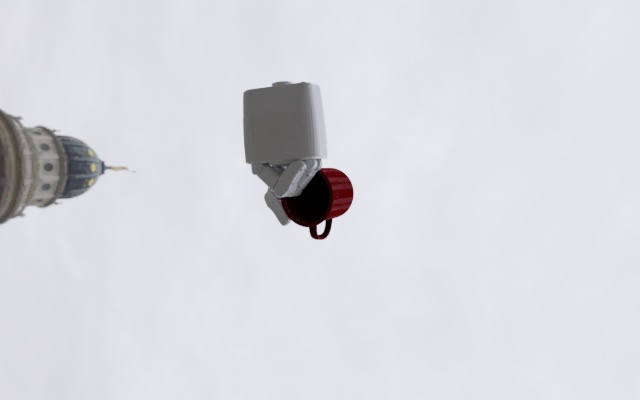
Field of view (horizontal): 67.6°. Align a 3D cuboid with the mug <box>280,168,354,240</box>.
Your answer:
[{"bbox_3d":[0.000,0.004,0.736,0.093,0.117,0.081,-3,3,31],"label":"mug"}]
